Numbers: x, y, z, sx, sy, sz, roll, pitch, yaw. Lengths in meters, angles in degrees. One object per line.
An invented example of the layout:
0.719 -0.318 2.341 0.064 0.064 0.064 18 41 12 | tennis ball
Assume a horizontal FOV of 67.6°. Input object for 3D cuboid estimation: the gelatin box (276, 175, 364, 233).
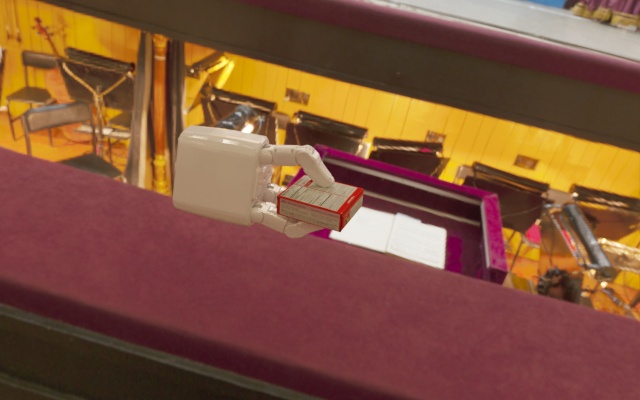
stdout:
0.000 0.002 0.599 0.089 0.030 0.073 14 30 20 | gelatin box
